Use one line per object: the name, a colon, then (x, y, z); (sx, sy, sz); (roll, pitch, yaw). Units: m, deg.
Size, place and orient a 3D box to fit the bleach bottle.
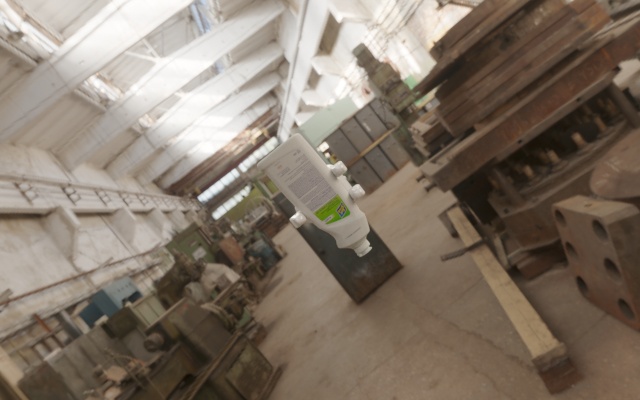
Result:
bleach bottle: (0.000, 0.003, 0.879); (0.102, 0.251, 0.068); (-37, 4, 10)
